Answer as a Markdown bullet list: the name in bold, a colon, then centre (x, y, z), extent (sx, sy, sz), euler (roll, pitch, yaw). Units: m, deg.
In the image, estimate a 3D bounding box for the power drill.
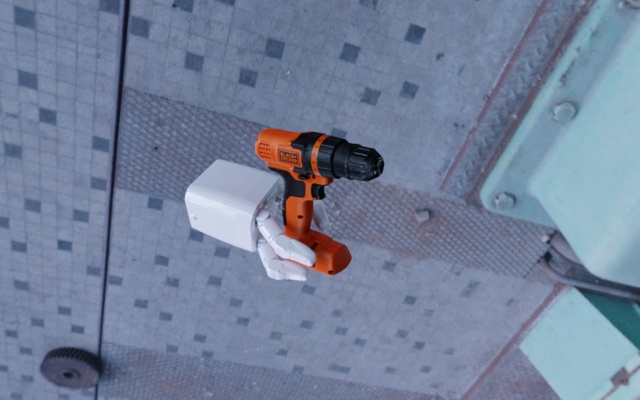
- **power drill**: centre (0.000, 0.002, 0.627), extent (0.184, 0.188, 0.057), euler (16, 31, 34)
